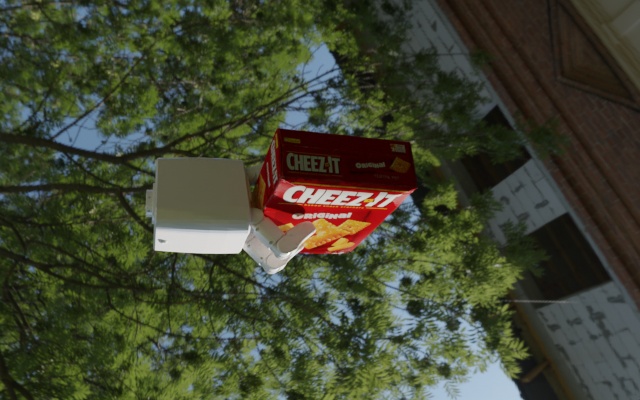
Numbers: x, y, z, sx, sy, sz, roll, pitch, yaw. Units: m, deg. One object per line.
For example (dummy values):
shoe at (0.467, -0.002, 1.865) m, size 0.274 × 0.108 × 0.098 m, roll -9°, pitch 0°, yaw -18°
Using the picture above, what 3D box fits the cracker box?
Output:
cracker box at (0.000, 0.002, 0.611) m, size 0.164 × 0.072 × 0.214 m, roll 3°, pitch -27°, yaw -19°
